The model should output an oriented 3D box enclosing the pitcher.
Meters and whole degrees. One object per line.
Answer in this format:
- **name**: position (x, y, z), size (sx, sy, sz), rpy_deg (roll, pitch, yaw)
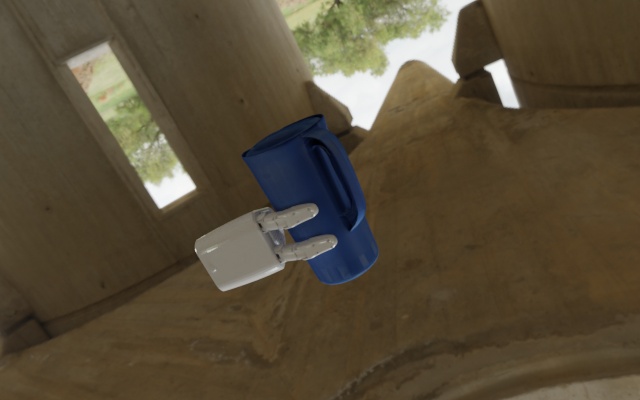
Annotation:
- **pitcher**: position (0.000, 0.002, 0.714), size (0.145, 0.243, 0.149), rpy_deg (-24, 17, 10)
